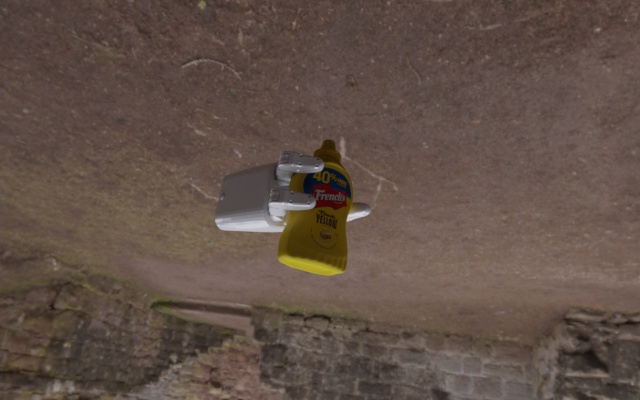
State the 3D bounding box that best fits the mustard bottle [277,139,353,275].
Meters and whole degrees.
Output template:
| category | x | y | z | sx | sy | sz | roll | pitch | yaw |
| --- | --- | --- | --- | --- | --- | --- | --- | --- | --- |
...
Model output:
| category | x | y | z | sx | sy | sz | roll | pitch | yaw |
| --- | --- | --- | --- | --- | --- | --- | --- | --- | --- |
| mustard bottle | 0.000 | 0.002 | 0.671 | 0.096 | 0.191 | 0.058 | 19 | -24 | -26 |
